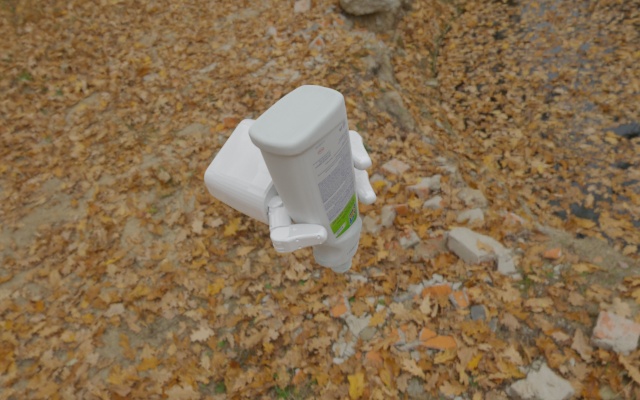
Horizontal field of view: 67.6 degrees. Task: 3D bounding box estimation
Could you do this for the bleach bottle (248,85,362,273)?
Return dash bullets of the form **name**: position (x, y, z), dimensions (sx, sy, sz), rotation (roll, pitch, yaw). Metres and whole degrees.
- **bleach bottle**: position (0.000, 0.002, 0.545), dimensions (0.068, 0.251, 0.102), rotation (22, 54, 32)
